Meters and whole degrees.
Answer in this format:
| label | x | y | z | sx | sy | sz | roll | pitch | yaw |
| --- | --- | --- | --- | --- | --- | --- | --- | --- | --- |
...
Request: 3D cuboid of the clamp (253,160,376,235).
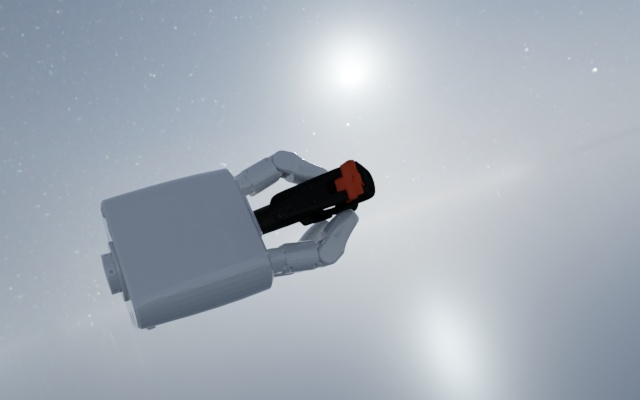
| label | x | y | z | sx | sy | sz | roll | pitch | yaw |
| --- | --- | --- | --- | --- | --- | --- | --- | --- | --- |
| clamp | 0.000 | 0.001 | 0.447 | 0.164 | 0.036 | 0.210 | -15 | -6 | -27 |
